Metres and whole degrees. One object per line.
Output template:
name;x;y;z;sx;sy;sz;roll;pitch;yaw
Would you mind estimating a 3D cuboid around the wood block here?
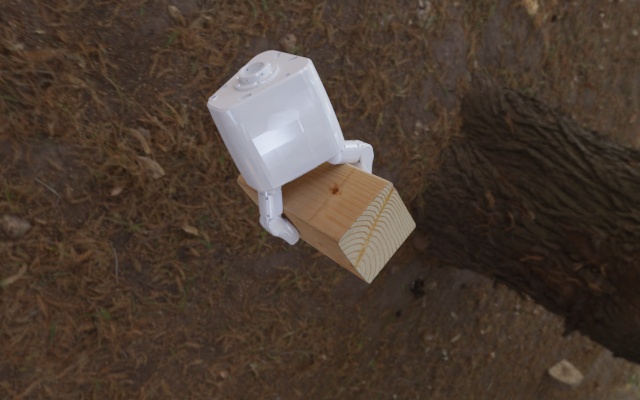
wood block;0.000;0.002;0.590;0.206;0.091;0.090;29;-17;45
